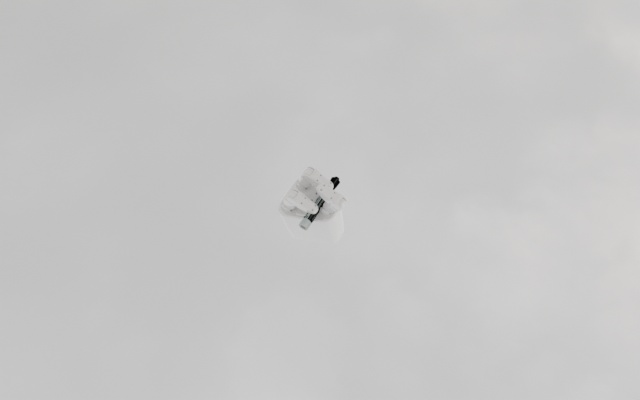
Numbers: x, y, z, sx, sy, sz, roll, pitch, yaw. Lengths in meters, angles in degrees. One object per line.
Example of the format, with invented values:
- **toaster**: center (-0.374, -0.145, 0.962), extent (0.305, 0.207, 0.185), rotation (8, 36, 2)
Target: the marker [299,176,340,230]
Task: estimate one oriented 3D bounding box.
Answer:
- **marker**: center (0.000, 0.003, 0.881), extent (0.020, 0.121, 0.020), rotation (29, -23, 14)
